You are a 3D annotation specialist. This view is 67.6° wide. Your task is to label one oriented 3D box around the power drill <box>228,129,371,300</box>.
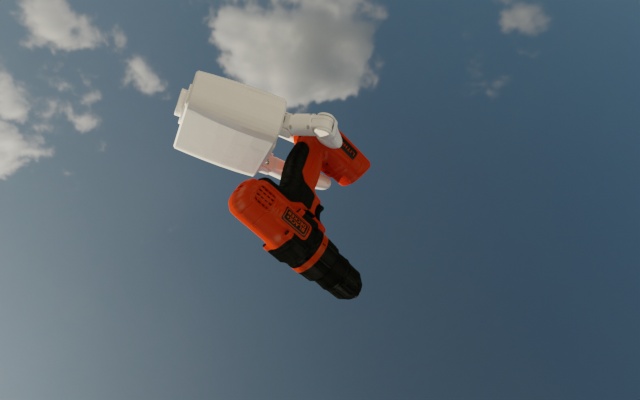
[{"bbox_3d":[0.000,0.001,0.568,0.184,0.187,0.057,44,-46,-19],"label":"power drill"}]
